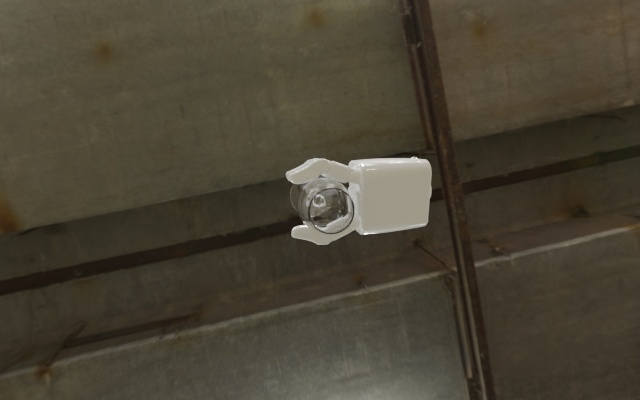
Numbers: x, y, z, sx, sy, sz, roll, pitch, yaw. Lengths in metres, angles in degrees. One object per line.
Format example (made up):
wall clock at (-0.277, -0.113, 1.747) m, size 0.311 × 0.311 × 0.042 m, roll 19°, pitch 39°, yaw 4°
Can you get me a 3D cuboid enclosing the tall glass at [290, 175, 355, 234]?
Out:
tall glass at (0.000, 0.002, 0.718) m, size 0.079 × 0.079 × 0.201 m, roll 0°, pitch 7°, yaw -8°
